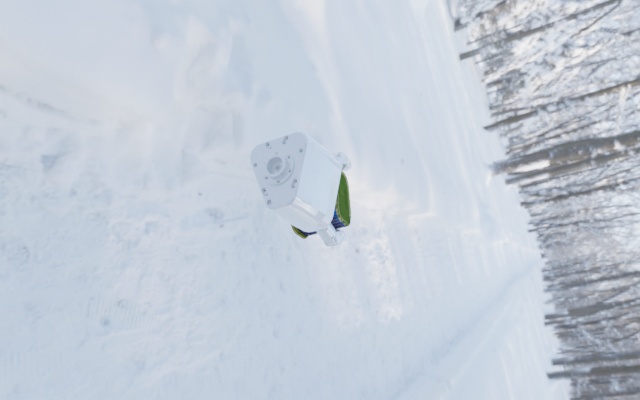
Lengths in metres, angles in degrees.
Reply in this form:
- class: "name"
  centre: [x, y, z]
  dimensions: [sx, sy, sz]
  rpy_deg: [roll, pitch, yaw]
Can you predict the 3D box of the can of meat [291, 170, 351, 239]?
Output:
- class: "can of meat"
  centre: [0.000, 0.003, 0.773]
  dimensions: [0.084, 0.102, 0.057]
  rpy_deg: [-15, -29, 22]
